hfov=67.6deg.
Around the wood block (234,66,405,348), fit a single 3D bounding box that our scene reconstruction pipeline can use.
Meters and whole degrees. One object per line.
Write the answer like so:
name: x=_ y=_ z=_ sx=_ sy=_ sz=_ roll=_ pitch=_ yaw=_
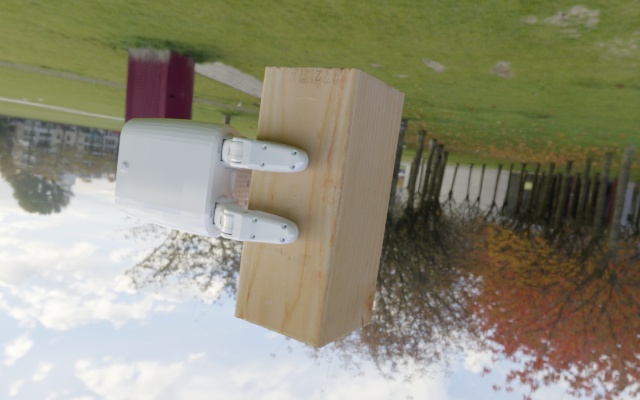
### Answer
wood block: x=0.000 y=0.001 z=0.405 sx=0.090 sy=0.206 sz=0.091 roll=11 pitch=5 yaw=31
